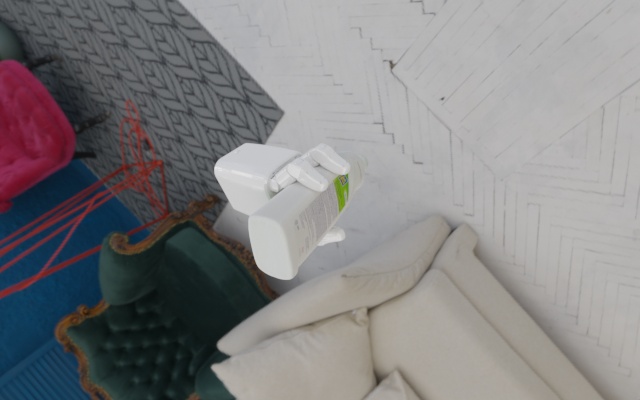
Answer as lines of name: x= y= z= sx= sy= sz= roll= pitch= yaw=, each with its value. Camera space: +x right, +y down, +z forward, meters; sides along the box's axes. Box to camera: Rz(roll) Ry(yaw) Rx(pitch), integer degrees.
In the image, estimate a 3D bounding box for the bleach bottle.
bleach bottle: x=0.000 y=0.002 z=0.704 sx=0.068 sy=0.103 sz=0.250 roll=14 pitch=36 yaw=31
